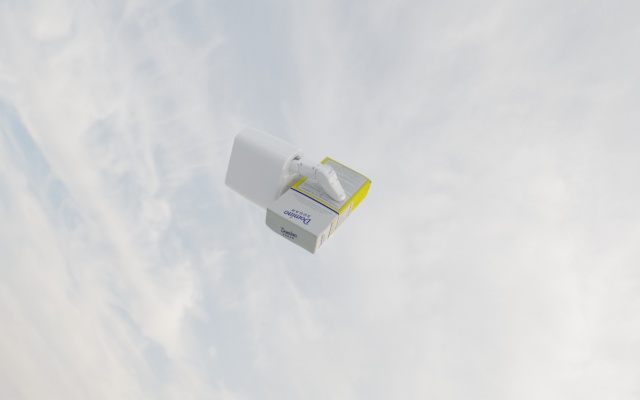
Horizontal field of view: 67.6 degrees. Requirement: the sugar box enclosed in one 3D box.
[{"bbox_3d":[0.000,0.003,0.760,0.093,0.048,0.176,29,46,18],"label":"sugar box"}]
